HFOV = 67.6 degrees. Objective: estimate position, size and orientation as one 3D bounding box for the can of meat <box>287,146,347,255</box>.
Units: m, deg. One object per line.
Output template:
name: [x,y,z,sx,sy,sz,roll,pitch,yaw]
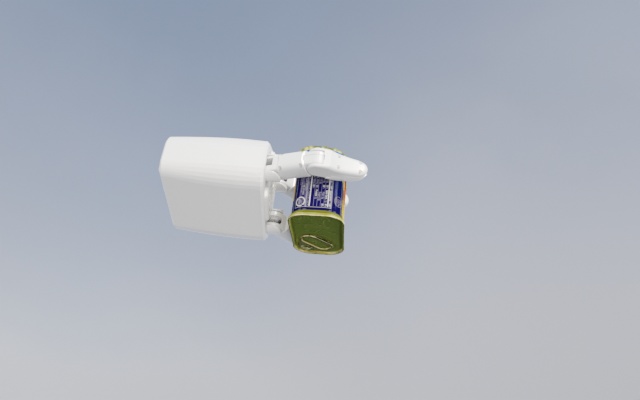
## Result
can of meat: [0.000,0.001,0.522,0.057,0.084,0.102,3,-28,4]
